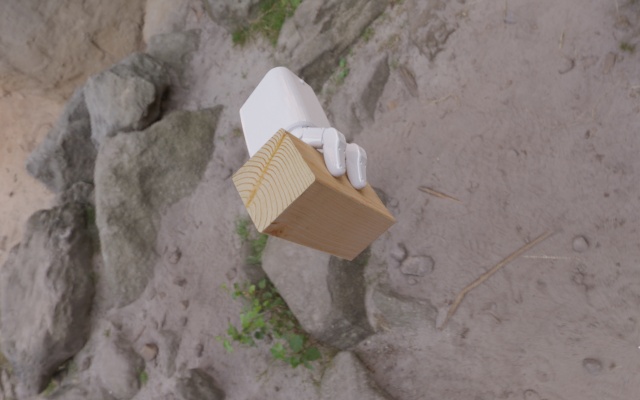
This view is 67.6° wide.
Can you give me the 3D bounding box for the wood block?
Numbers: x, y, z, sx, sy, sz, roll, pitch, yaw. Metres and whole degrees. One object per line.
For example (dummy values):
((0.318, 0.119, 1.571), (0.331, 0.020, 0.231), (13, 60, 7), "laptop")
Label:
((0.000, 0.002, 0.613), (0.091, 0.090, 0.206), (-42, -33, 16), "wood block")
